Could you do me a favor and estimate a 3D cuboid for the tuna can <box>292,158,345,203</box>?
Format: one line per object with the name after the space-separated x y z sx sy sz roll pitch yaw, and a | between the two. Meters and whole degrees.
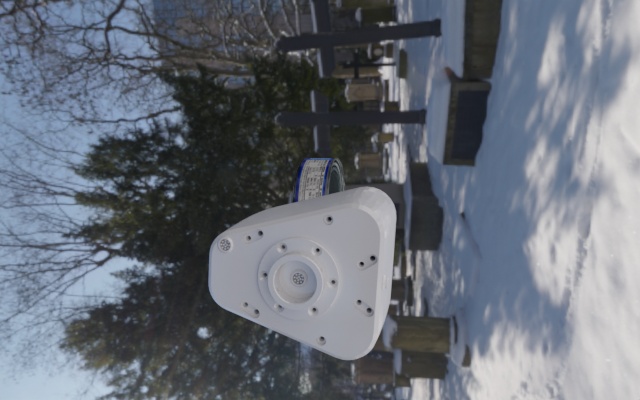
0.000 0.001 0.461 0.034 0.086 0.086 2 0 13 | tuna can
